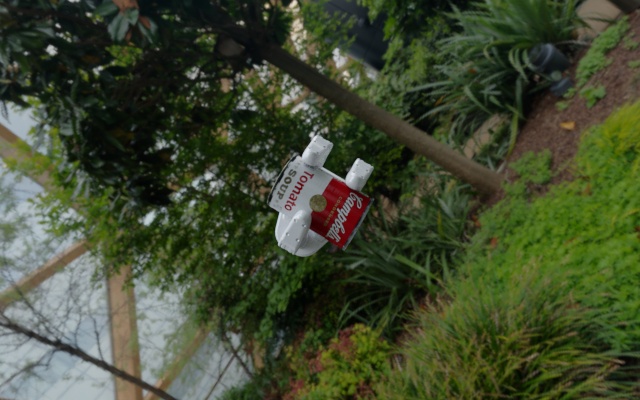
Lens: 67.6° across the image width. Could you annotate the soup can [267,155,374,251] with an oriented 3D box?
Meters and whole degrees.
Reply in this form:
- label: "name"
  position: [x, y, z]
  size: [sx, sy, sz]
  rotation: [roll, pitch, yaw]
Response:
- label: "soup can"
  position: [0.000, 0.002, 0.539]
  size: [0.102, 0.068, 0.068]
  rotation: [30, 2, 3]
